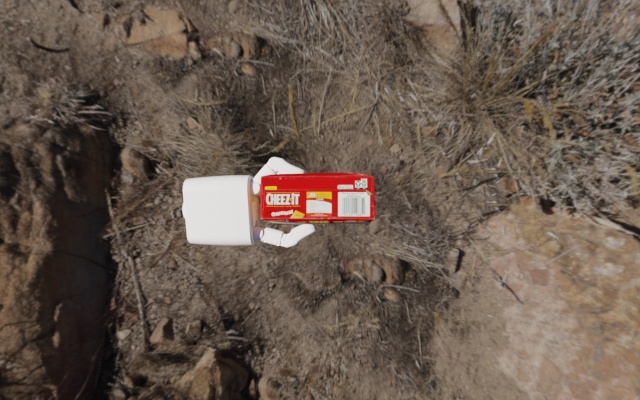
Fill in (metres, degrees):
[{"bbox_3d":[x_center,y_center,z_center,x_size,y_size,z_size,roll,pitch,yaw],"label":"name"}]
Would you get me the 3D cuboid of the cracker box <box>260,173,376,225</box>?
[{"bbox_3d":[0.000,0.003,0.772,0.164,0.072,0.214,0,-4,3],"label":"cracker box"}]
